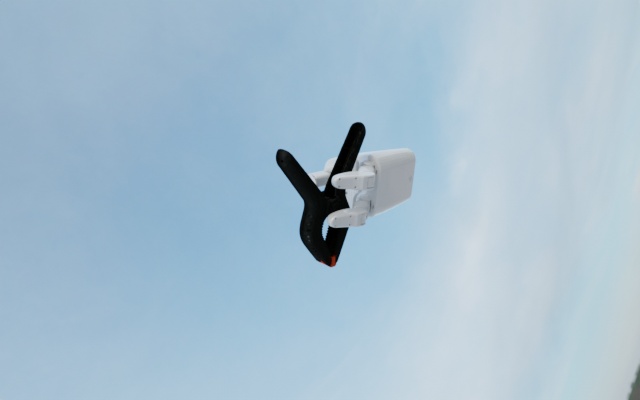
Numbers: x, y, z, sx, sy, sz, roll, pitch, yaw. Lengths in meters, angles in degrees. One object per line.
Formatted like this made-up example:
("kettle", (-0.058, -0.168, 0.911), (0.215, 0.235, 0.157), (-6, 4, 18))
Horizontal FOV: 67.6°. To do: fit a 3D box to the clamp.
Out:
("clamp", (0.000, 0.002, 0.668), (0.036, 0.210, 0.164), (21, 26, 39))
